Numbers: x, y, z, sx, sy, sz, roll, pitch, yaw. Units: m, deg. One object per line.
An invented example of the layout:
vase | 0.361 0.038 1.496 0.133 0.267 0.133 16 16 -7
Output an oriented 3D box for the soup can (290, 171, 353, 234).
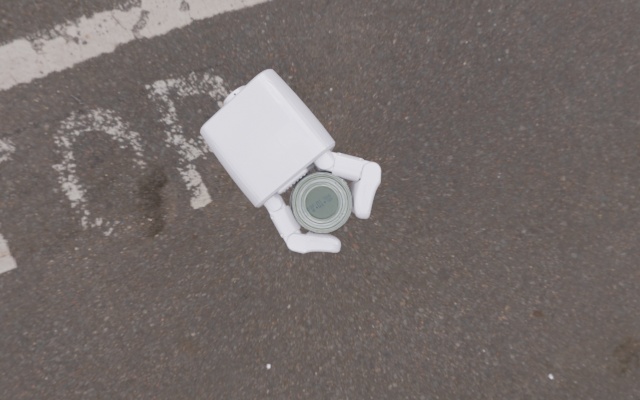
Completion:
soup can | 0.000 0.002 0.547 0.068 0.068 0.102 0 0 -2
